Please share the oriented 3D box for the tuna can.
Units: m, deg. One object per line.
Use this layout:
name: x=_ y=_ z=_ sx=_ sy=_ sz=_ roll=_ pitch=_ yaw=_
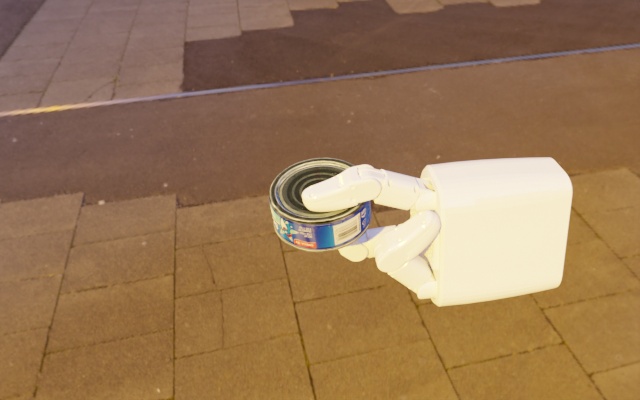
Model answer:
tuna can: x=0.000 y=0.001 z=0.404 sx=0.086 sy=0.034 sz=0.086 roll=-4 pitch=41 yaw=3
